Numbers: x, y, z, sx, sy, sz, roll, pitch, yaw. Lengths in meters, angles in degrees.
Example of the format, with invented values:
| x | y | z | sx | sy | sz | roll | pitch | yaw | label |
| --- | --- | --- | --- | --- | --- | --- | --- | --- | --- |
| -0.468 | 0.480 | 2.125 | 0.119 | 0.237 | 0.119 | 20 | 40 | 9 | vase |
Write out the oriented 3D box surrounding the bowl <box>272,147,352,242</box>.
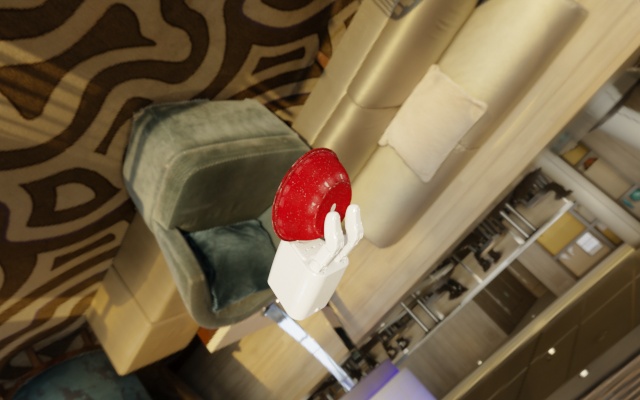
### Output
| x | y | z | sx | sy | sz | roll | pitch | yaw | label |
| --- | --- | --- | --- | --- | --- | --- | --- | --- | --- |
| 0.001 | 0.001 | 0.736 | 0.055 | 0.162 | 0.162 | 27 | 15 | 31 | bowl |
